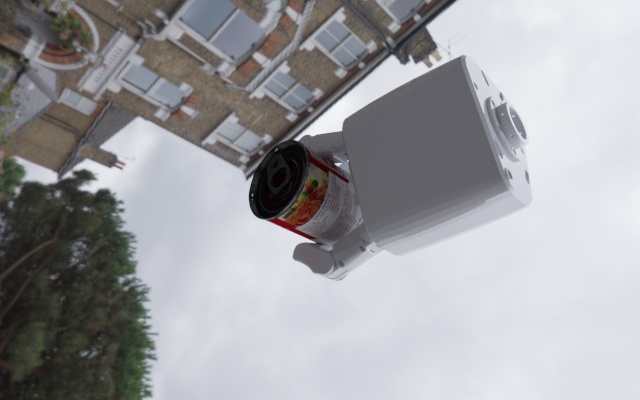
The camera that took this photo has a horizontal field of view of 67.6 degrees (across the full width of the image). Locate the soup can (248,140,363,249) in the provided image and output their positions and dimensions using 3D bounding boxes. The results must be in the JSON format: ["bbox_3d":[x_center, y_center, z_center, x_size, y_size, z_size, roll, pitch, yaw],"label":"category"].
[{"bbox_3d":[0.000,0.002,0.405,0.102,0.068,0.068,28,-19,-39],"label":"soup can"}]
